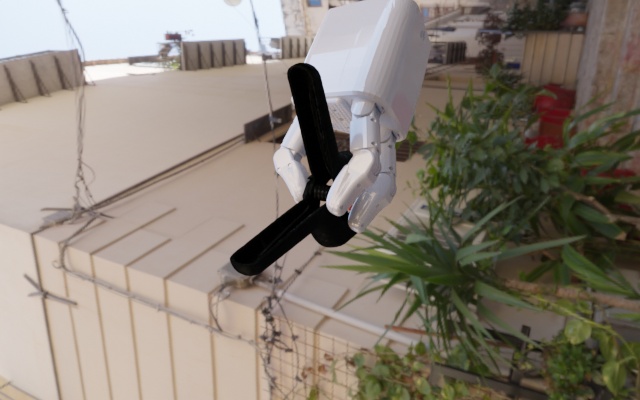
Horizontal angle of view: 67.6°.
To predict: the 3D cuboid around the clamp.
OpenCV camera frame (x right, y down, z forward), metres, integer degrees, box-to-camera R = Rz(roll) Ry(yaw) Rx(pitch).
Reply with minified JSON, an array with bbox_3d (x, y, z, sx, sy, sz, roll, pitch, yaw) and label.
[{"bbox_3d":[0.000,0.001,0.430,0.036,0.164,0.210,15,-11,28],"label":"clamp"}]
